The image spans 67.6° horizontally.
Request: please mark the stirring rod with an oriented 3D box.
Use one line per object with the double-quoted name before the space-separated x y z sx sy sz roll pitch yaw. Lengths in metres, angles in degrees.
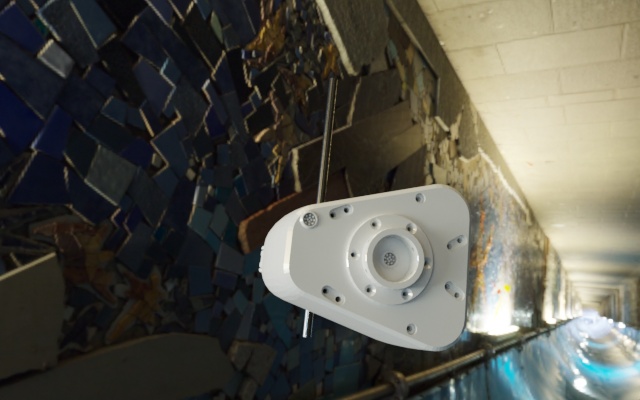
"stirring rod" 0.000 0.001 0.438 0.011 0.239 0.011 6 -10 1
